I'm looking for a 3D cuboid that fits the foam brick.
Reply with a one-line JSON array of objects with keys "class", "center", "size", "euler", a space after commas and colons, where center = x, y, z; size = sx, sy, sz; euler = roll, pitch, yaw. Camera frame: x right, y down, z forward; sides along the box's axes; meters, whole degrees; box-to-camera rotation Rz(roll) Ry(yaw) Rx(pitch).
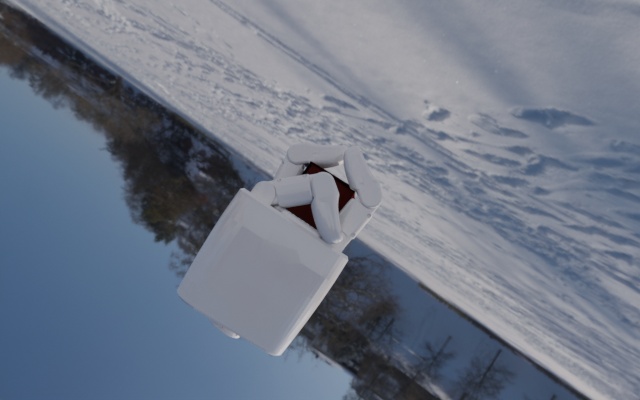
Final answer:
[{"class": "foam brick", "center": [0.000, 0.002, 0.476], "size": [0.053, 0.051, 0.078], "euler": [32, -4, 7]}]
